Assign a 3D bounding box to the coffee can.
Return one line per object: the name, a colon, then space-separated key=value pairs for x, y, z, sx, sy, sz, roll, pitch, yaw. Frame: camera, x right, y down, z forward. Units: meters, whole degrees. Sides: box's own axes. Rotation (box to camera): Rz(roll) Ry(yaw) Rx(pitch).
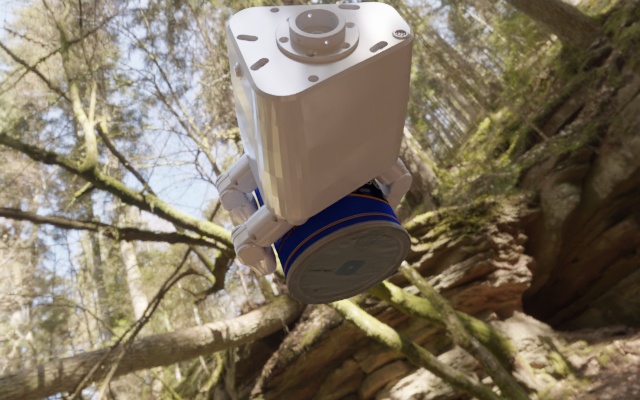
coffee can: x=0.000 y=0.002 z=0.408 sx=0.103 sy=0.140 sz=0.103 roll=-16 pitch=-36 yaw=-12
